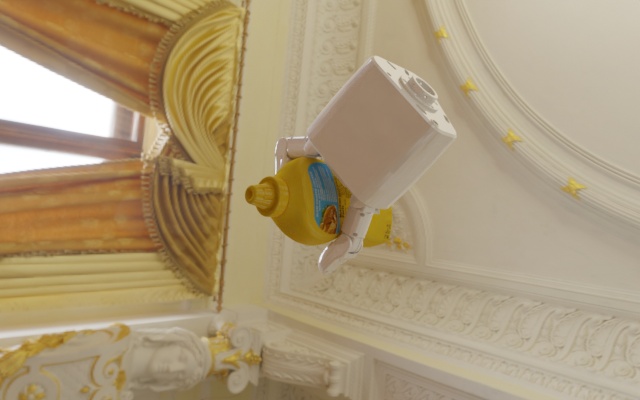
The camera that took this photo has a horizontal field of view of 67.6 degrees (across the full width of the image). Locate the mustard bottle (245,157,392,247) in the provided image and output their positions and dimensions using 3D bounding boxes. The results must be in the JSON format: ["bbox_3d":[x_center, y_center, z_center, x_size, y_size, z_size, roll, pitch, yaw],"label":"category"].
[{"bbox_3d":[0.000,0.002,0.526,0.191,0.096,0.058,7,-19,-45],"label":"mustard bottle"}]
